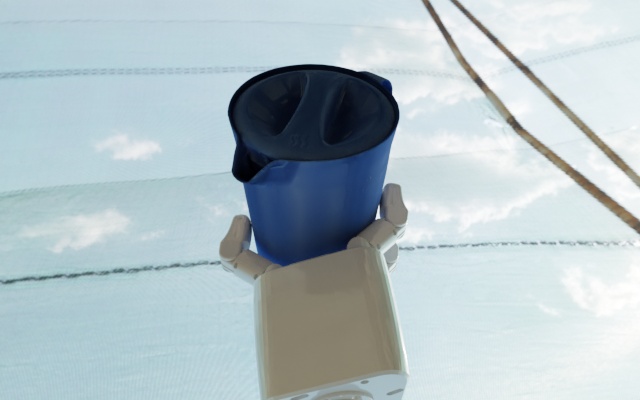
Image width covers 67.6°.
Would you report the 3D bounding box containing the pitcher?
[{"bbox_3d":[0.000,0.002,0.457,0.149,0.145,0.243,-5,-44,-6],"label":"pitcher"}]
